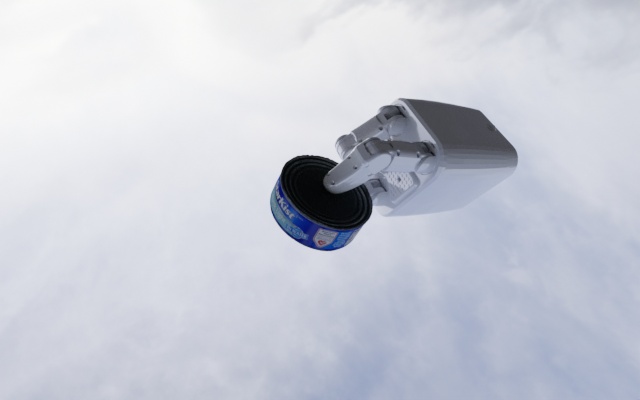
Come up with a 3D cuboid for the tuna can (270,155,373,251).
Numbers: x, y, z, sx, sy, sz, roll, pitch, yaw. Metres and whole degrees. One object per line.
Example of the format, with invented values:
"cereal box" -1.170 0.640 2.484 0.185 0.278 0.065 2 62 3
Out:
"tuna can" 0.000 0.002 0.416 0.086 0.086 0.034 0 -41 -32
